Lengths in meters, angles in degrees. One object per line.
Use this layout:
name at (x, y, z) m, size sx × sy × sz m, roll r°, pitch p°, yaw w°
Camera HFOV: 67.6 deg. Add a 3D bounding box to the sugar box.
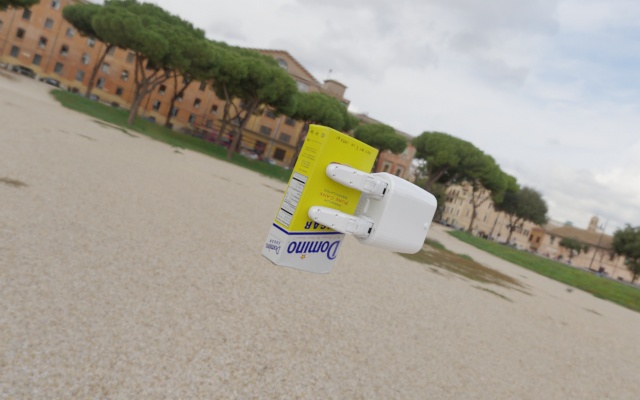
sugar box at (0.001, 0.002, 0.602) m, size 0.093 × 0.176 × 0.048 m, roll 17°, pitch 3°, yaw -40°
